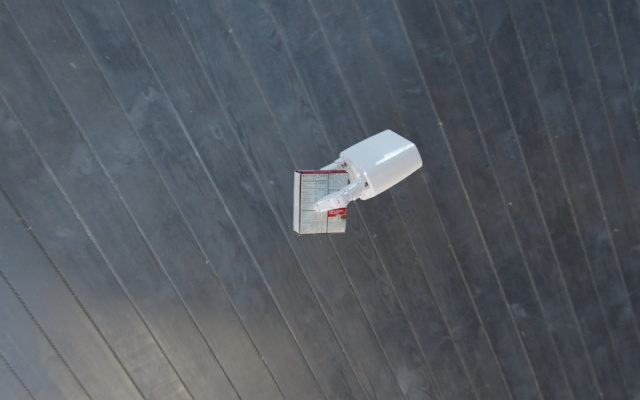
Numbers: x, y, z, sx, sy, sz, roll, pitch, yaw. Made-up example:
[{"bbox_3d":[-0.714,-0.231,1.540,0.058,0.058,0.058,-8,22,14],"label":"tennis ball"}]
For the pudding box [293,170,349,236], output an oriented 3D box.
[{"bbox_3d":[0.000,0.003,0.832,0.090,0.113,0.039,-1,9,-18],"label":"pudding box"}]
